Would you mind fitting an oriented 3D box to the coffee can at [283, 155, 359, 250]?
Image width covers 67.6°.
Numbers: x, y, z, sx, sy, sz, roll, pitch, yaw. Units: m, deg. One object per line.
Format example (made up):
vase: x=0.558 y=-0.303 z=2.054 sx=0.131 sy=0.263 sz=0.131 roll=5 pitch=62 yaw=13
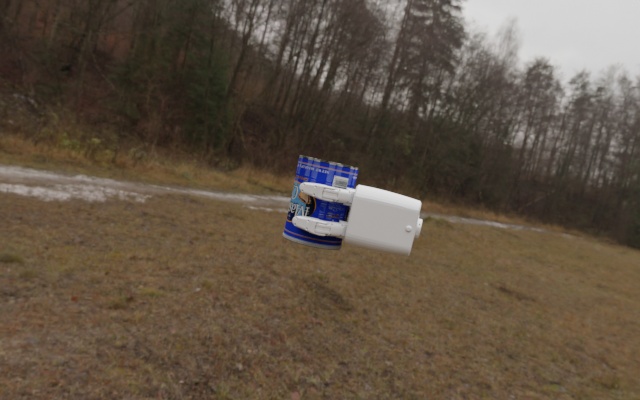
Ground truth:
coffee can: x=0.000 y=0.003 z=0.809 sx=0.103 sy=0.140 sz=0.103 roll=12 pitch=4 yaw=-1
